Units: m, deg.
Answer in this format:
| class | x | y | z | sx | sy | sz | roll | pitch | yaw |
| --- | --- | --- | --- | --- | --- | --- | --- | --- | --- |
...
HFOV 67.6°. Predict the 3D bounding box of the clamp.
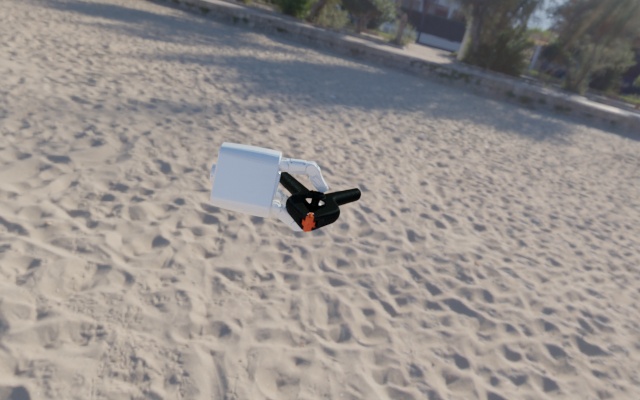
| class | x | y | z | sx | sy | sz | roll | pitch | yaw |
| --- | --- | --- | --- | --- | --- | --- | --- | --- | --- |
| clamp | 0.000 | 0.002 | 0.853 | 0.164 | 0.036 | 0.210 | 10 | 21 | -5 |
